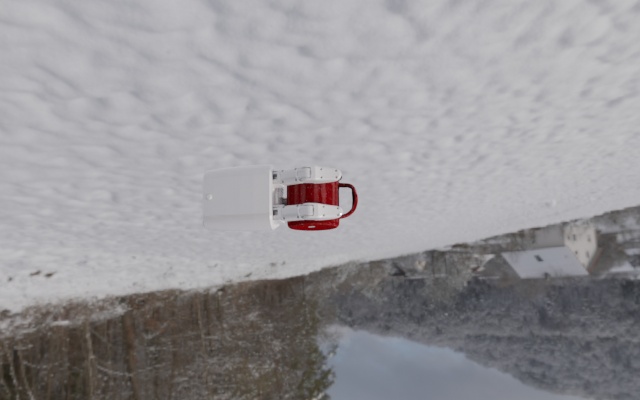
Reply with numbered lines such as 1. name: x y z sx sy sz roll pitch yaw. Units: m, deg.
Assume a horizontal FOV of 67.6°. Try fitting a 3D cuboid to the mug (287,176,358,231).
1. mug: 0.002 0.003 0.745 0.117 0.081 0.093 -2 -11 7
